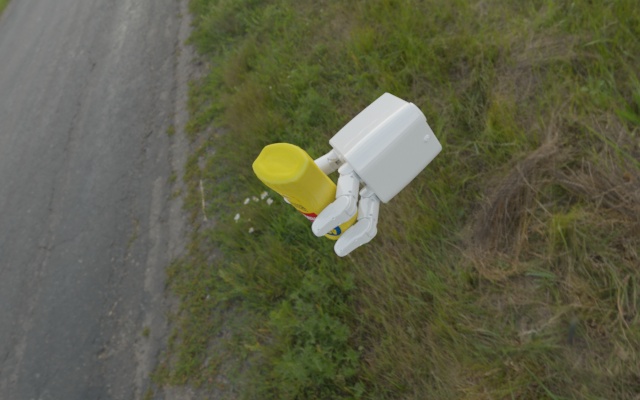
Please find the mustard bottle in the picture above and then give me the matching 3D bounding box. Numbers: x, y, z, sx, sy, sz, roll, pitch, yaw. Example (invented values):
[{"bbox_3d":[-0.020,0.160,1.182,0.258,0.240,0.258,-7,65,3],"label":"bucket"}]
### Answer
[{"bbox_3d":[0.000,0.002,0.634,0.096,0.058,0.192,19,-18,45],"label":"mustard bottle"}]
